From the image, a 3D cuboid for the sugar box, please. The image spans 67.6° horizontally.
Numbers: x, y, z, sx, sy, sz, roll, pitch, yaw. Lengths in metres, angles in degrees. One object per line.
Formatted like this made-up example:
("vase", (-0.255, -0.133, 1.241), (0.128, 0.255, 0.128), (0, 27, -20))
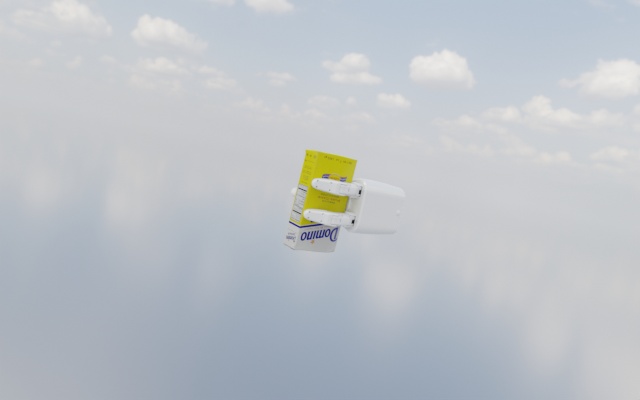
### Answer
("sugar box", (0.001, 0.003, 0.850), (0.093, 0.176, 0.048), (8, 6, -37))
